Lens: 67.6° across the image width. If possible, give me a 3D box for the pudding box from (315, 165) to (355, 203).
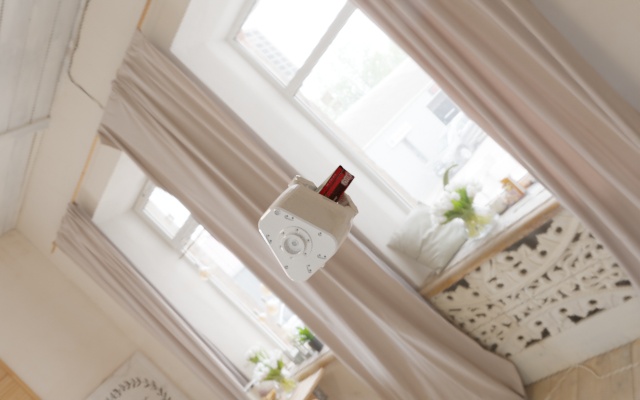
[{"bbox_3d":[0.000,0.003,0.794,0.113,0.039,0.090,-42,8,49],"label":"pudding box"}]
